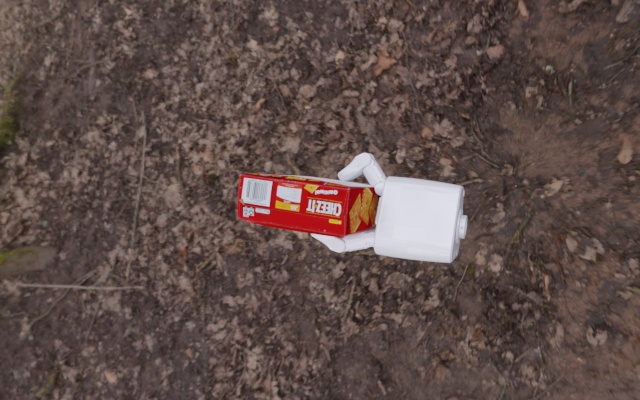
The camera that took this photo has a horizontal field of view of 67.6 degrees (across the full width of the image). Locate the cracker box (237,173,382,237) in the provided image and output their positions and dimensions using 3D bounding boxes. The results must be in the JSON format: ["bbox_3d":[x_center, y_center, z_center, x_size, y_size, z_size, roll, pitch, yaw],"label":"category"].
[{"bbox_3d":[0.000,0.002,0.721,0.164,0.072,0.213,8,5,22],"label":"cracker box"}]
